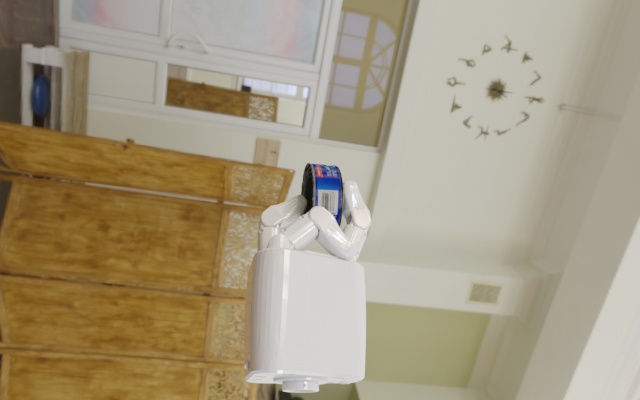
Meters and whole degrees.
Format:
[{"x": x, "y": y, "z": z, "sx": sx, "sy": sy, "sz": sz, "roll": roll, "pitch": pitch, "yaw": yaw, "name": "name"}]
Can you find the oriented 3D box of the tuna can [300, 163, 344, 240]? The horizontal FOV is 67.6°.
[{"x": 0.001, "y": 0.002, "z": 0.532, "sx": 0.034, "sy": 0.086, "sz": 0.086, "roll": 2, "pitch": -1, "yaw": -11, "name": "tuna can"}]
